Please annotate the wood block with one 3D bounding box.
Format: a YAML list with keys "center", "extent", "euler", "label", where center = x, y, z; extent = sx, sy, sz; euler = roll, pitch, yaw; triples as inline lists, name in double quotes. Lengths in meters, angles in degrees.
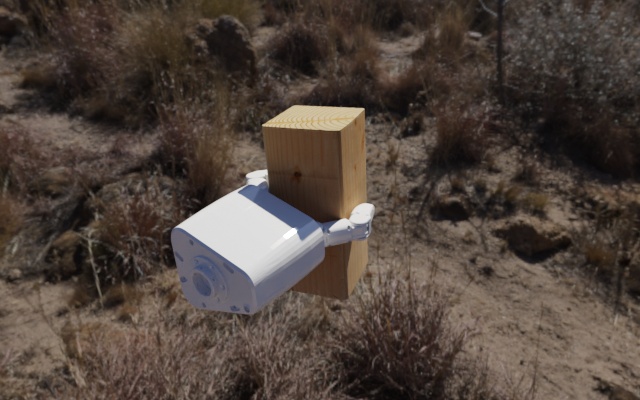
- center: [0.000, 0.002, 0.563]
  extent: [0.091, 0.206, 0.090]
  euler: [7, 27, 21]
  label: "wood block"
